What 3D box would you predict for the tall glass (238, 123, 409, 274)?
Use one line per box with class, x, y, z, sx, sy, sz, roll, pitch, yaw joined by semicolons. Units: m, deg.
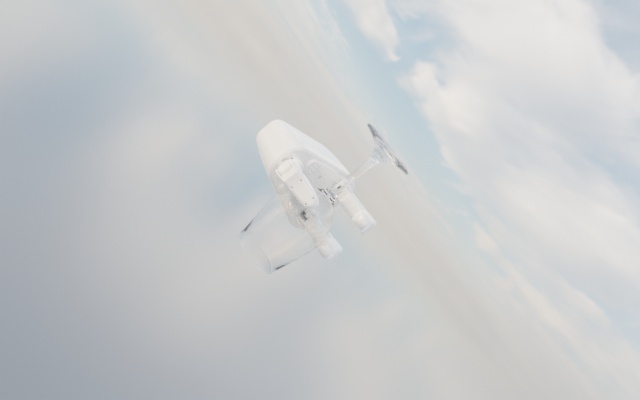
tall glass;0.001;0.001;0.557;0.201;0.079;0.079;-38;-4;5
